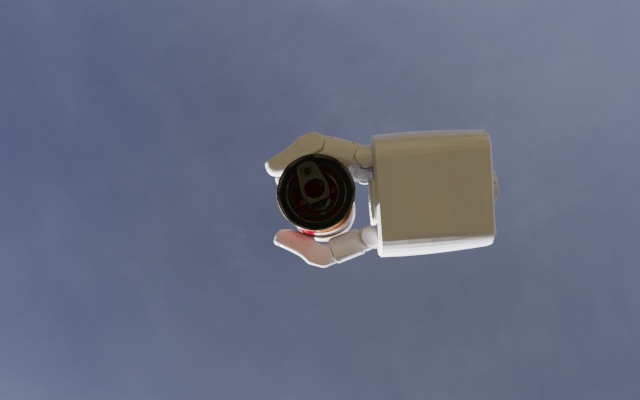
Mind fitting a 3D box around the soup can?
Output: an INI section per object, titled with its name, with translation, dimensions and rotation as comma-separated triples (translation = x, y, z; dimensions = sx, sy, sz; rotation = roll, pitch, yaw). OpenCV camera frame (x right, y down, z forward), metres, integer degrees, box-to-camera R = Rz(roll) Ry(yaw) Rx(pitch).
[soup can]
translation = 0.000, 0.002, 0.457
dimensions = 0.068, 0.068, 0.102
rotation = 0, -11, 5
